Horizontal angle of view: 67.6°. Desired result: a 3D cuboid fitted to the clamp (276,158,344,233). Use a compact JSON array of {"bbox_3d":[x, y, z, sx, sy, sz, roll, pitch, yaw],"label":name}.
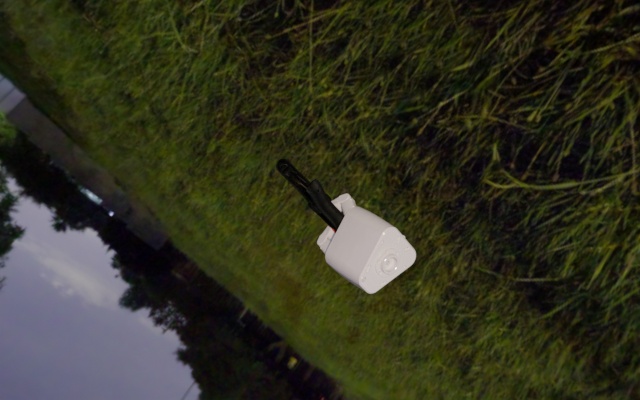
[{"bbox_3d":[0.000,0.003,0.806,0.171,0.039,0.120,46,-1,-31],"label":"clamp"}]
